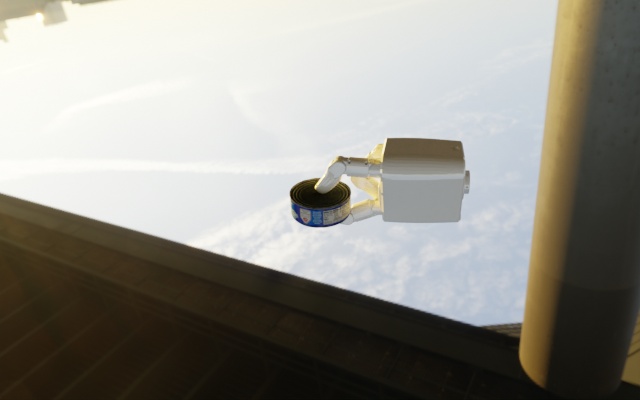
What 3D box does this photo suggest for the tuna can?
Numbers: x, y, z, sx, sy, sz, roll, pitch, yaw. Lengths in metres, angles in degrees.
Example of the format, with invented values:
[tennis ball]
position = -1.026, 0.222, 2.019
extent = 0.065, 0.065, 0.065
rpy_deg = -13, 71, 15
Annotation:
[tuna can]
position = 0.000, 0.003, 0.668
extent = 0.086, 0.034, 0.086
rpy_deg = -1, 31, 1
